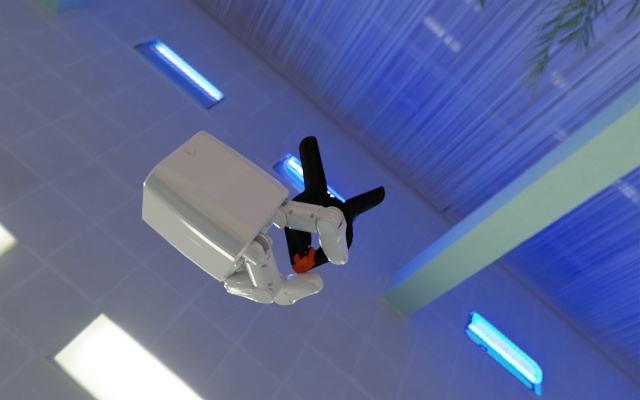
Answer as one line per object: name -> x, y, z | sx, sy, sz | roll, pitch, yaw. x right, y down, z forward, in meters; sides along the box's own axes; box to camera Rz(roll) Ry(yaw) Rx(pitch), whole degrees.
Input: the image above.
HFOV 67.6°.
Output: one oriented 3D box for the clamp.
clamp -> 0.000, 0.002, 0.522 | 0.039, 0.120, 0.171 | -52, 1, 42
